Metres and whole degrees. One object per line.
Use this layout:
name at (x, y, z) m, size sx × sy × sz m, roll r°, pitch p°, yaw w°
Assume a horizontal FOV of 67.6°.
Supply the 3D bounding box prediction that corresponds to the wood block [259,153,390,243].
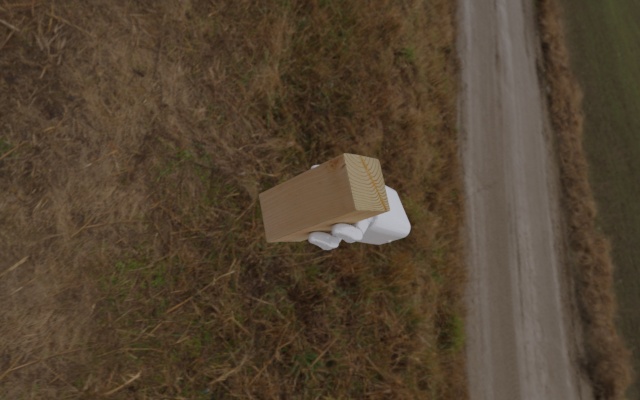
wood block at (0.000, 0.002, 0.796) m, size 0.206 × 0.090 × 0.090 m, roll -23°, pitch -17°, yaw 41°
